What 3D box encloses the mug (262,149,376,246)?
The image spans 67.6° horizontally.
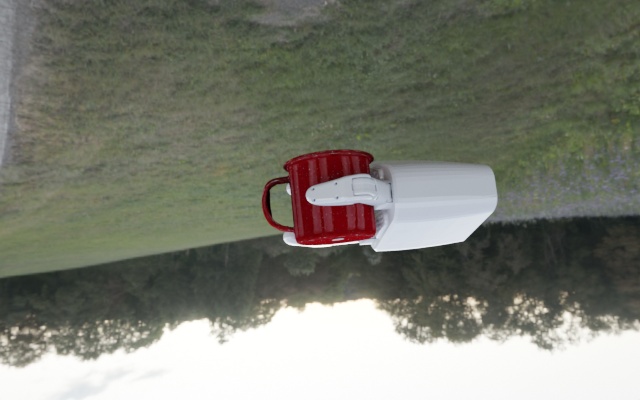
[{"bbox_3d":[-0.001,0.002,0.478,0.117,0.081,0.093,-4,-10,-8],"label":"mug"}]
